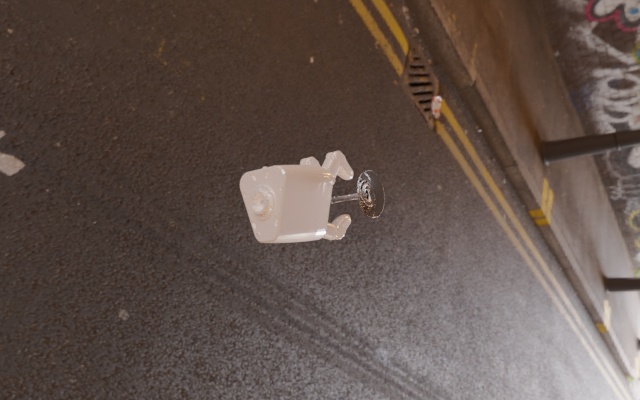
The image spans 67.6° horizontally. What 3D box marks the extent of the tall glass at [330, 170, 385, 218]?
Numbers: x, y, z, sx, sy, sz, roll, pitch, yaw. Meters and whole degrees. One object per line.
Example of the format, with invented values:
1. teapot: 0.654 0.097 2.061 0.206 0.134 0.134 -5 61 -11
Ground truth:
1. tall glass: 0.001 0.003 0.787 0.201 0.079 0.079 -9 -6 38
